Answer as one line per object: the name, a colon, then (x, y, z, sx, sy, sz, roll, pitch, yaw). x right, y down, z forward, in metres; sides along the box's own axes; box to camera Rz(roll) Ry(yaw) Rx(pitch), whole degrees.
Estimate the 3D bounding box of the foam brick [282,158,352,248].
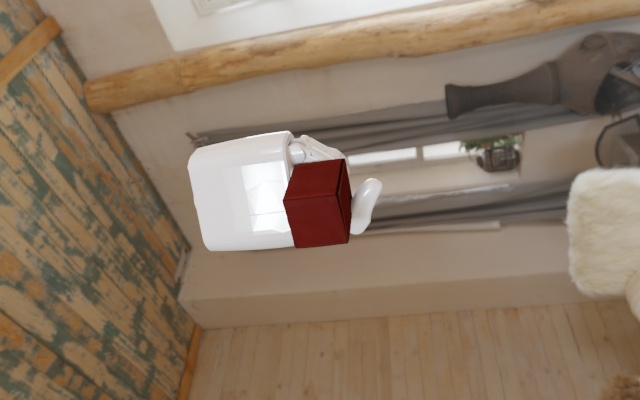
foam brick: (0.000, 0.002, 0.450, 0.051, 0.053, 0.078, -7, 28, 11)
